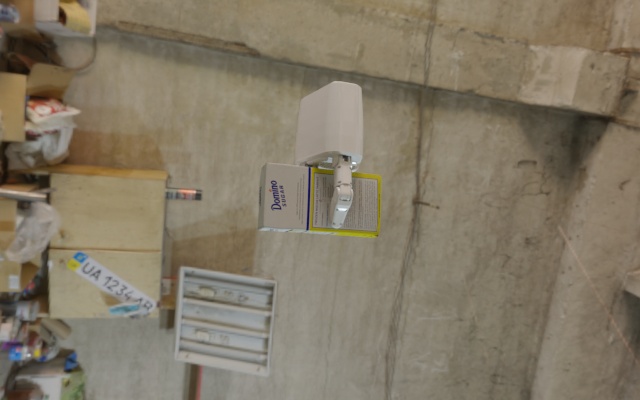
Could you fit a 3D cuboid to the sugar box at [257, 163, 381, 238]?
[{"bbox_3d":[0.000,0.002,0.689,0.176,0.093,0.048,5,-10,-17],"label":"sugar box"}]
